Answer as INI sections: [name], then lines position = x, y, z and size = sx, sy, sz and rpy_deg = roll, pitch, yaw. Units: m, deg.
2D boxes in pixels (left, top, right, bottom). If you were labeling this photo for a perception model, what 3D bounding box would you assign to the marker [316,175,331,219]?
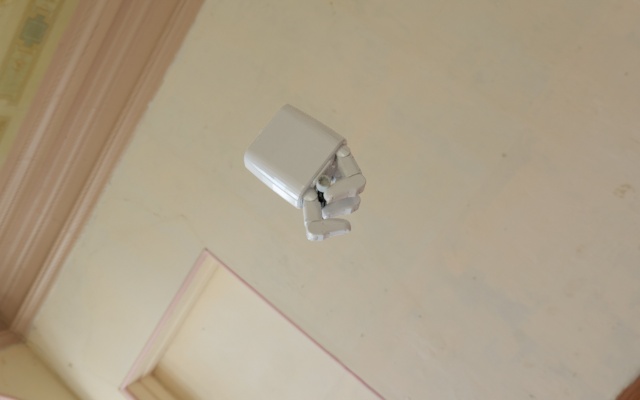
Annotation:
[marker]
position = 0.000, 0.002, 0.681
size = 0.020, 0.020, 0.121
rpy_deg = 0, -28, -5
